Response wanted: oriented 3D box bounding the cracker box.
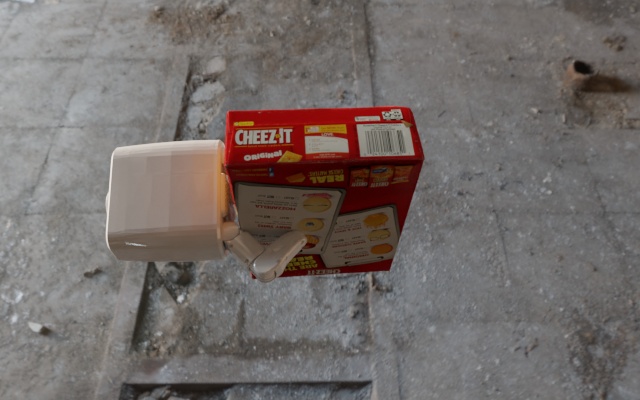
[{"bbox_3d":[0.000,0.002,0.485,0.164,0.072,0.214,-3,-33,-3],"label":"cracker box"}]
